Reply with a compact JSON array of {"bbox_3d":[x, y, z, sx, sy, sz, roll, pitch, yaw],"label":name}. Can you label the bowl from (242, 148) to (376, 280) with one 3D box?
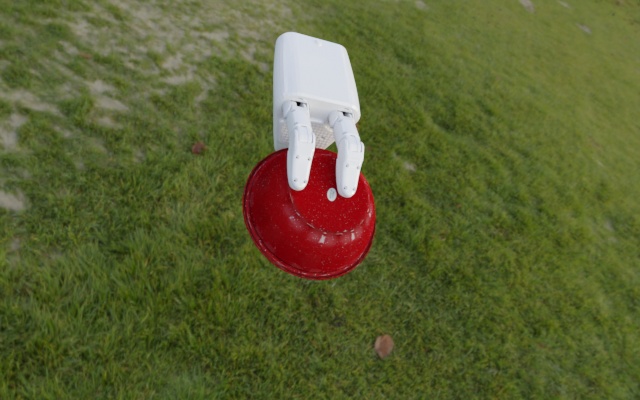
[{"bbox_3d":[0.001,0.003,0.519,0.162,0.162,0.055,0,-21,-24],"label":"bowl"}]
